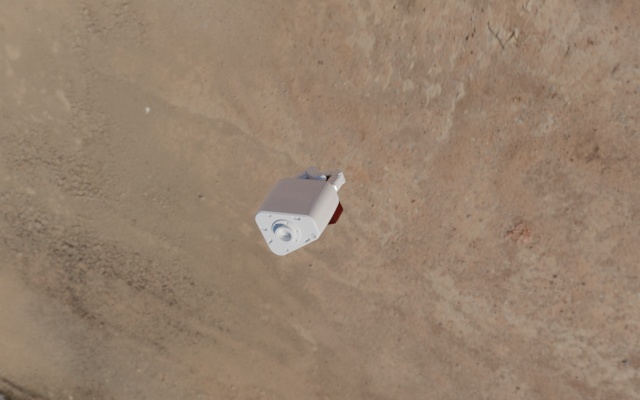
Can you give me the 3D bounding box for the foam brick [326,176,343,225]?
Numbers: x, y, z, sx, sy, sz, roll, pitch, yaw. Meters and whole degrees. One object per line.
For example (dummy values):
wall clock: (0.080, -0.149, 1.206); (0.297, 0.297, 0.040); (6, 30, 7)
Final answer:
foam brick: (0.000, 0.003, 0.886); (0.053, 0.078, 0.051); (-11, 28, 26)
